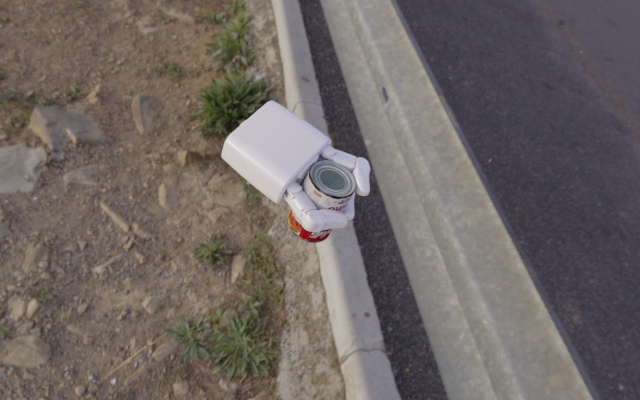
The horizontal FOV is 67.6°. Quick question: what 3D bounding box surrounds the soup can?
[{"bbox_3d":[0.001,0.002,0.661,0.068,0.068,0.102,0,-39,-26],"label":"soup can"}]
